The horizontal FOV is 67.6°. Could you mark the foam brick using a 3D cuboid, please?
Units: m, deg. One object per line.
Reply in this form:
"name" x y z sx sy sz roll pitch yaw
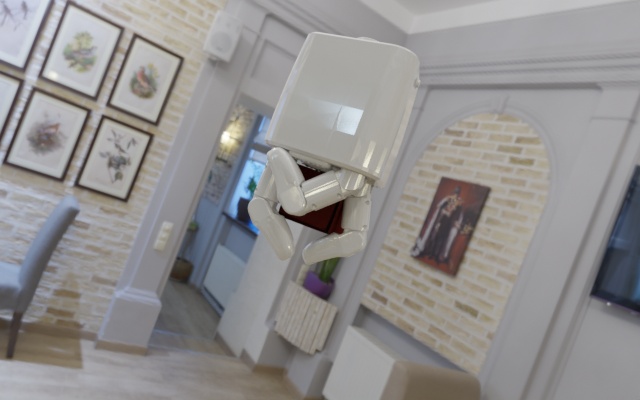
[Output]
"foam brick" 0.000 0.002 0.466 0.053 0.051 0.078 20 -1 12
